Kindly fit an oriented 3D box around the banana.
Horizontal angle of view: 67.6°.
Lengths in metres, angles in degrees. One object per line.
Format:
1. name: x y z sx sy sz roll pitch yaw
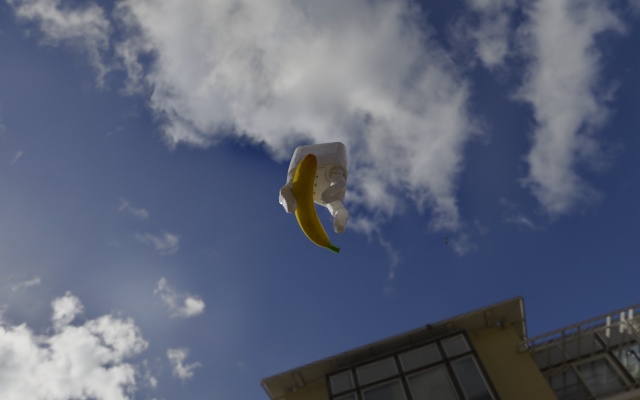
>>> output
1. banana: -0.017 0.007 0.851 0.069 0.198 0.037 -6 29 20
